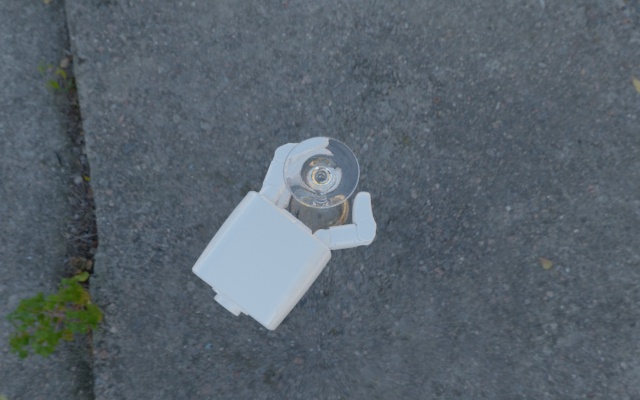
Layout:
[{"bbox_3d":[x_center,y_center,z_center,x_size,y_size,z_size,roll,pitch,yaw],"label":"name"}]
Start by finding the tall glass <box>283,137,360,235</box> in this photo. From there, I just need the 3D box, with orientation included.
[{"bbox_3d":[0.000,0.002,0.556,0.079,0.079,0.201,0,-17,0],"label":"tall glass"}]
